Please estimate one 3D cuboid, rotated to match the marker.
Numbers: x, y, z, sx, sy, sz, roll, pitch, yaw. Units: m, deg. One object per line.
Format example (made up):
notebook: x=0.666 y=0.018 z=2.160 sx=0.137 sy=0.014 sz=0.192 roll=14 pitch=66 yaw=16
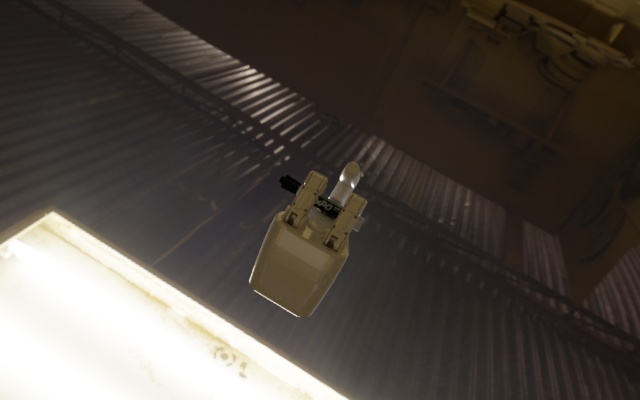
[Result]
marker: x=0.000 y=0.002 z=0.611 sx=0.121 sy=0.020 sz=0.020 roll=30 pitch=4 yaw=8
